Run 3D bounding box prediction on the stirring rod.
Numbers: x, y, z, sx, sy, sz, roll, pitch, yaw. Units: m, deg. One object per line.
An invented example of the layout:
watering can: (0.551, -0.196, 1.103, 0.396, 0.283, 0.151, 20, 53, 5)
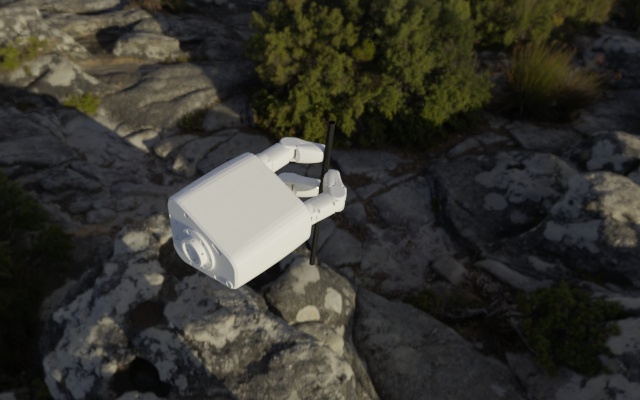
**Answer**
stirring rod: (0.000, 0.002, 0.609, 0.011, 0.240, 0.011, 4, 42, -4)
